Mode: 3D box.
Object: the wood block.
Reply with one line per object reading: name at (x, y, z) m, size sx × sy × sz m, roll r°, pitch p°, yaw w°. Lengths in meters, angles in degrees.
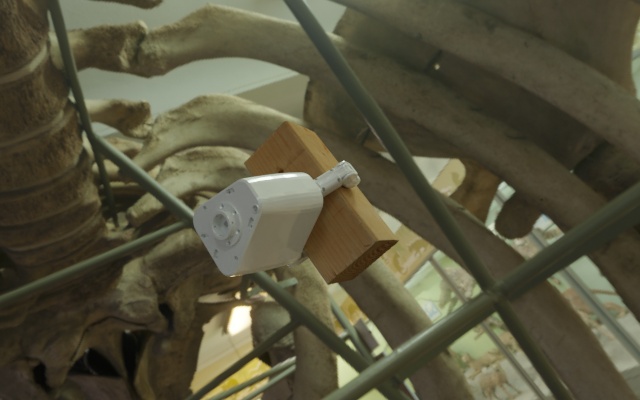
wood block at (0.000, 0.002, 0.651) m, size 0.091 × 0.206 × 0.090 m, roll -43°, pitch -21°, yaw 17°
